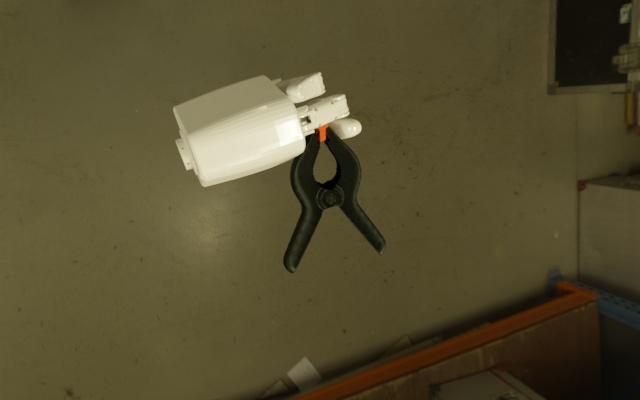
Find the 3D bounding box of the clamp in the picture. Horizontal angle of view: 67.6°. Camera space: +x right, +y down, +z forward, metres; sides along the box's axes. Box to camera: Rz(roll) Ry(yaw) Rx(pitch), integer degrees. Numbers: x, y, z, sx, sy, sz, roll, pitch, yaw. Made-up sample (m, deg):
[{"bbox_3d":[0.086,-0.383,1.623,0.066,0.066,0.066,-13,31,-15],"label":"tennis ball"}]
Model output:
[{"bbox_3d":[0.000,0.002,0.530,0.120,0.171,0.039,-20,17,-12],"label":"clamp"}]
